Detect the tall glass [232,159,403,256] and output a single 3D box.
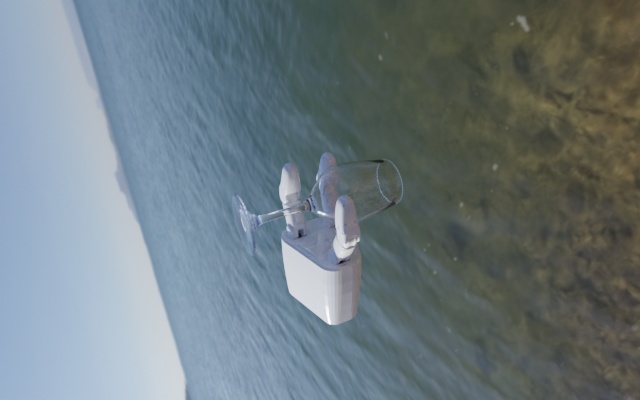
[{"bbox_3d":[-0.001,0.002,0.583,0.201,0.079,0.079,-17,6,-21],"label":"tall glass"}]
